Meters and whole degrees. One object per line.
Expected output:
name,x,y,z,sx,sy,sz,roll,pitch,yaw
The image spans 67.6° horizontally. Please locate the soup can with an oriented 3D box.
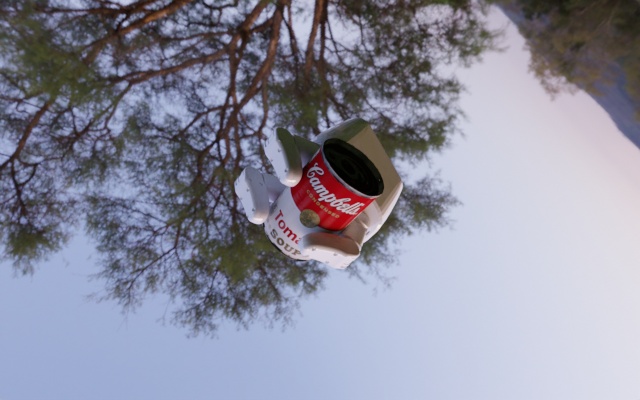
soup can,0.000,0.002,0.442,0.068,0.068,0.102,0,-38,-48
